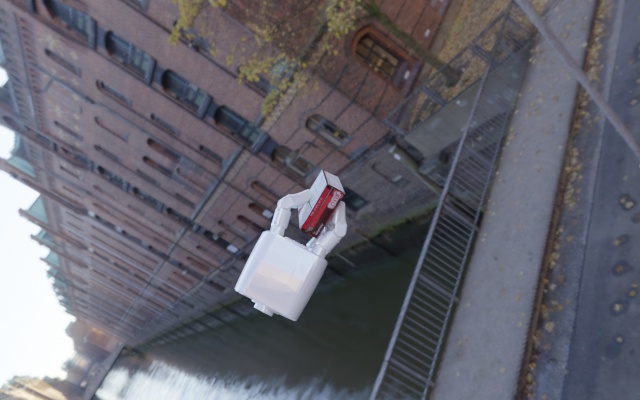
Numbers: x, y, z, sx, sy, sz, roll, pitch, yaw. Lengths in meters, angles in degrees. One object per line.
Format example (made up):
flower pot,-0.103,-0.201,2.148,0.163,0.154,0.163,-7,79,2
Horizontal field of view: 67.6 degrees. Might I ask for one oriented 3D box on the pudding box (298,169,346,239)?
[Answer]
pudding box,0.000,0.003,0.805,0.039,0.090,0.113,29,13,-13
